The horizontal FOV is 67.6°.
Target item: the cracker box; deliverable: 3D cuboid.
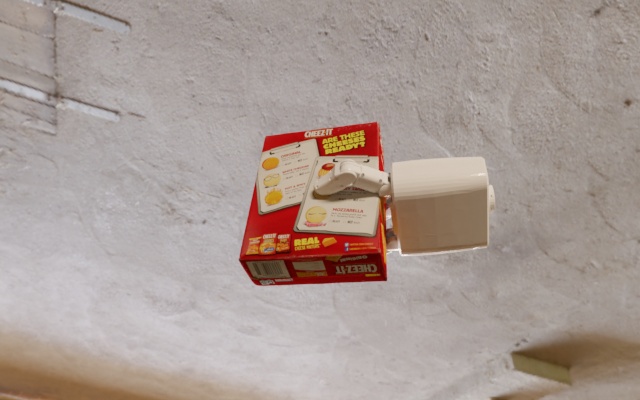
[{"bbox_3d":[0.000,0.002,0.611,0.164,0.213,0.072,-5,-42,12],"label":"cracker box"}]
